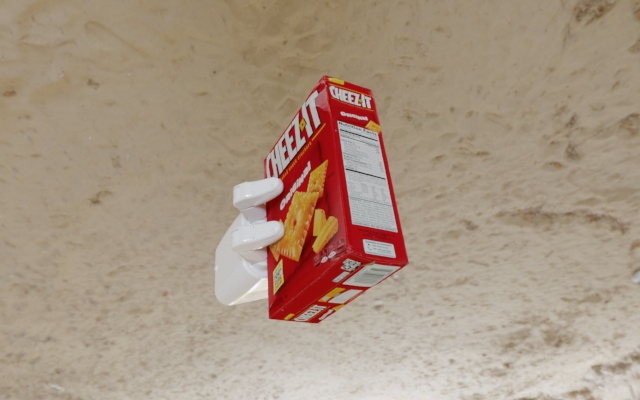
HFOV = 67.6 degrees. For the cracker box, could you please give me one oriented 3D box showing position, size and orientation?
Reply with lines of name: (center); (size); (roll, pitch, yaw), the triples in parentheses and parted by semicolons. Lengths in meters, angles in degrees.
cracker box: (0.000, 0.002, 0.512); (0.072, 0.213, 0.164); (12, -37, -28)
